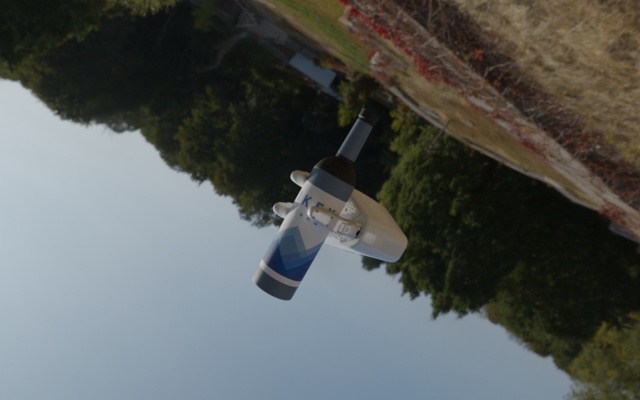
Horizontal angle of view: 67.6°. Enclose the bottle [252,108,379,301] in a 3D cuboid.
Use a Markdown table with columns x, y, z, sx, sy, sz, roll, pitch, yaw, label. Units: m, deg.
| x | y | z | sx | sy | sz | roll | pitch | yaw | label |
| --- | --- | --- | --- | --- | --- | --- | --- | --- | --- |
| 0.000 | 0.002 | 0.692 | 0.069 | 0.296 | 0.069 | 29 | 6 | -3 | bottle |
